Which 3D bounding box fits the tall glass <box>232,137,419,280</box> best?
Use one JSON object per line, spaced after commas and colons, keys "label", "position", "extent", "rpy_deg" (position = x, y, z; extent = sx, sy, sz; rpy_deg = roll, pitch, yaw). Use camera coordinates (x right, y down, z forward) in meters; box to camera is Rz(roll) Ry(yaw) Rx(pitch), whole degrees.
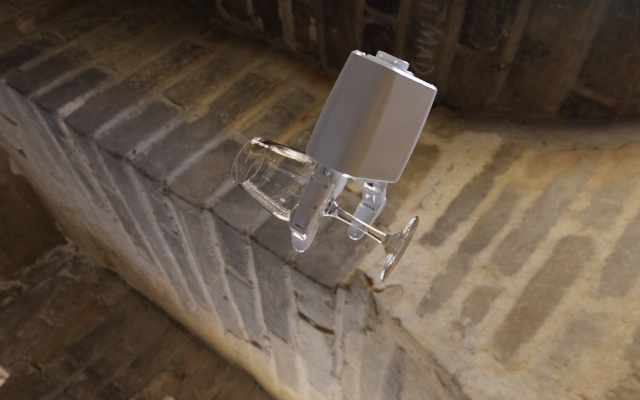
{"label": "tall glass", "position": [0.001, 0.002, 0.516], "extent": [0.201, 0.079, 0.079], "rpy_deg": [30, 10, 19]}
